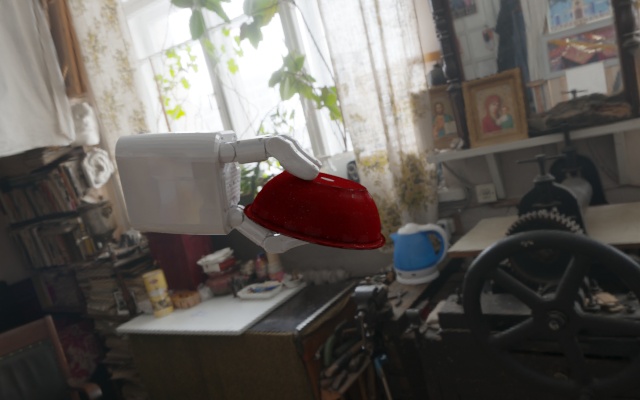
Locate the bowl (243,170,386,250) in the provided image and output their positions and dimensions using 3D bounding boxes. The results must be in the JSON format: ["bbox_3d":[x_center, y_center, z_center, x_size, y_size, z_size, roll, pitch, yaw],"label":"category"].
[{"bbox_3d":[0.001,0.002,0.527,0.162,0.055,0.162,13,10,-2],"label":"bowl"}]
